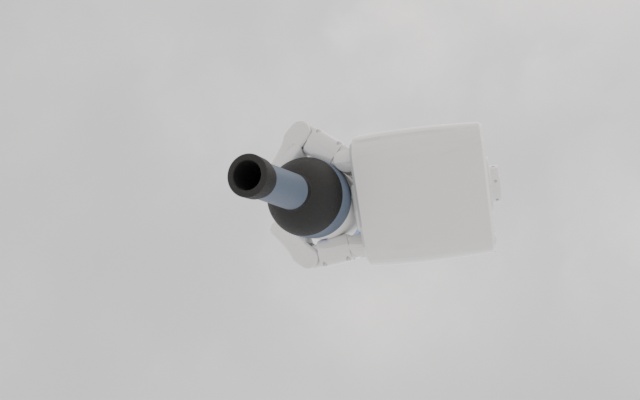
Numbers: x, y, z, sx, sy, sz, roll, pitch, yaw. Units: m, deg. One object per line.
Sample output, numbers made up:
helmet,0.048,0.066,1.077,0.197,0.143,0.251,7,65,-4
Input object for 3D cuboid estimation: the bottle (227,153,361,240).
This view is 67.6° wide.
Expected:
bottle,0.000,0.001,0.429,0.069,0.069,0.296,0,-7,18
